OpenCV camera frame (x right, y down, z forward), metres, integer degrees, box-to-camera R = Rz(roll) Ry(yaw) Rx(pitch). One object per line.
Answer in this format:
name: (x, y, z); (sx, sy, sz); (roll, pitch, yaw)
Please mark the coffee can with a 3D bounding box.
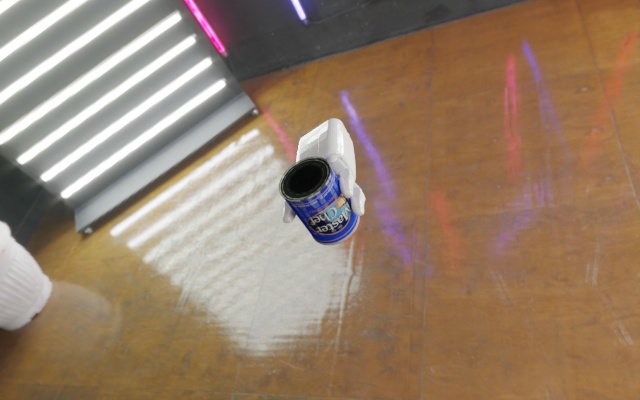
coffee can: (0.000, 0.003, 0.884); (0.103, 0.102, 0.140); (0, -37, 31)
